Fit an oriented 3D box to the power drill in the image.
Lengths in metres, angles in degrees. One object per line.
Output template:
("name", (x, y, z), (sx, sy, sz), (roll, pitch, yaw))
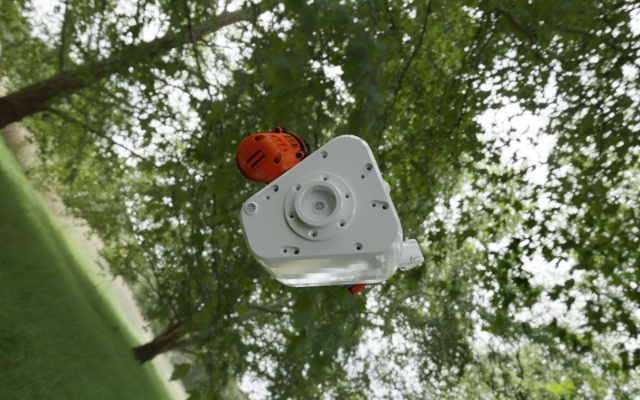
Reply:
("power drill", (0.000, 0.002, 0.519), (0.057, 0.187, 0.184), (-43, -2, 14))
